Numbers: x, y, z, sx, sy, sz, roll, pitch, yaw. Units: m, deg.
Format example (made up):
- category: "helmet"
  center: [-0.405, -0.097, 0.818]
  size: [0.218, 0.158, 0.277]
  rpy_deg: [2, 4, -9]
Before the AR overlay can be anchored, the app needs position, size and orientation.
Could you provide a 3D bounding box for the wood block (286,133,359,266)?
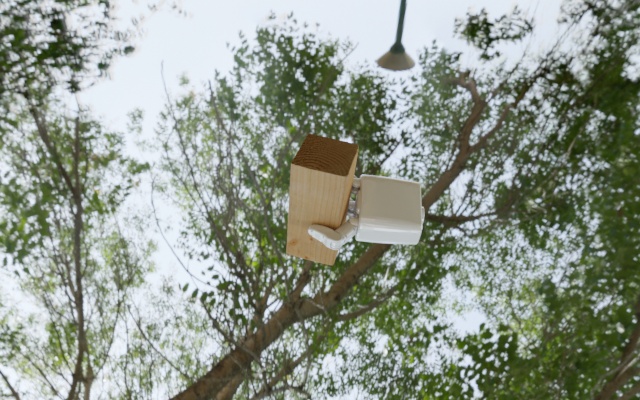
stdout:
- category: "wood block"
  center: [0.000, 0.003, 0.813]
  size: [0.090, 0.206, 0.090]
  rpy_deg: [14, 42, 8]
